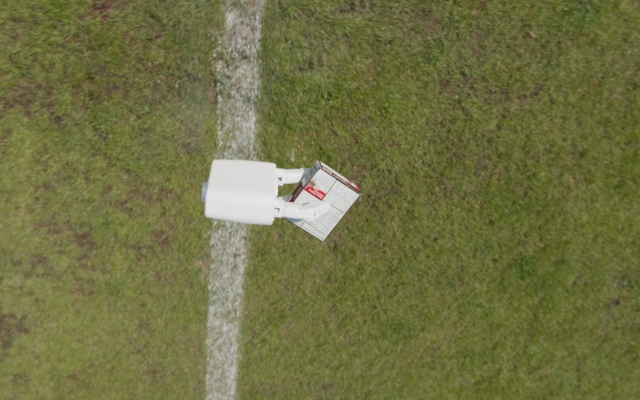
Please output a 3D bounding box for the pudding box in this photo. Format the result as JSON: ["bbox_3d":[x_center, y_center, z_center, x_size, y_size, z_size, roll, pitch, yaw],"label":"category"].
[{"bbox_3d":[0.000,0.003,0.811,0.090,0.113,0.039,32,17,-18],"label":"pudding box"}]
